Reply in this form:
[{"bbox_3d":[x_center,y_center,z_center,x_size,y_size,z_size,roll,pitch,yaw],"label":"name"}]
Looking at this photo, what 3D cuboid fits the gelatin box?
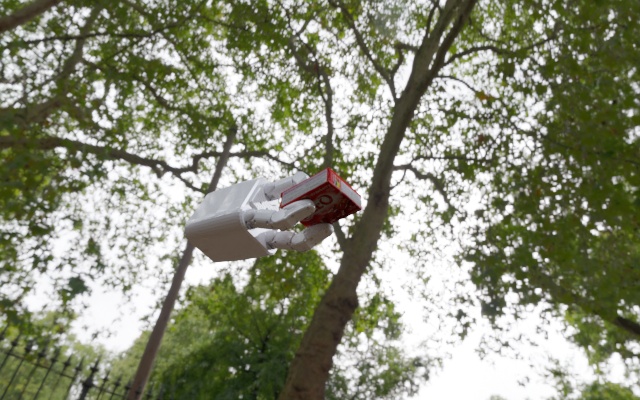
[{"bbox_3d":[0.000,0.002,0.650,0.089,0.030,0.073,-27,-49,30],"label":"gelatin box"}]
